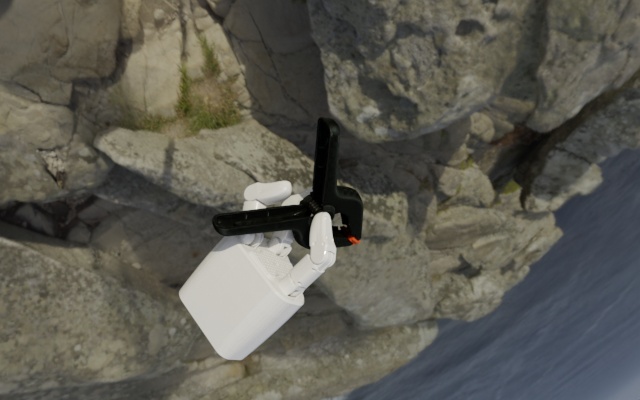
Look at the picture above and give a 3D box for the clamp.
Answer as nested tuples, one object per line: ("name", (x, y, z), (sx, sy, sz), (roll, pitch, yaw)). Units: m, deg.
("clamp", (0.001, 0.003, 0.549), (0.210, 0.164, 0.036), (28, 21, -51))
